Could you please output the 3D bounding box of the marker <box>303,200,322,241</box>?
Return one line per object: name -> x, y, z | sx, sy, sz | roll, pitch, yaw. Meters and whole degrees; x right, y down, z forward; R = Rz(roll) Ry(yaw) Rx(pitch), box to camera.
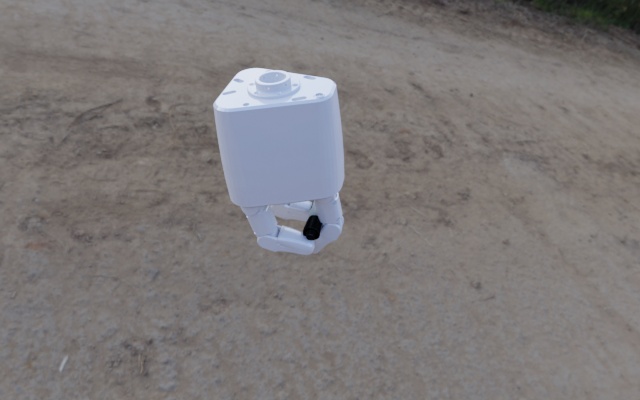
marker -> 0.000, 0.002, 0.543 | 0.020, 0.020, 0.121 | 0, 37, 14
